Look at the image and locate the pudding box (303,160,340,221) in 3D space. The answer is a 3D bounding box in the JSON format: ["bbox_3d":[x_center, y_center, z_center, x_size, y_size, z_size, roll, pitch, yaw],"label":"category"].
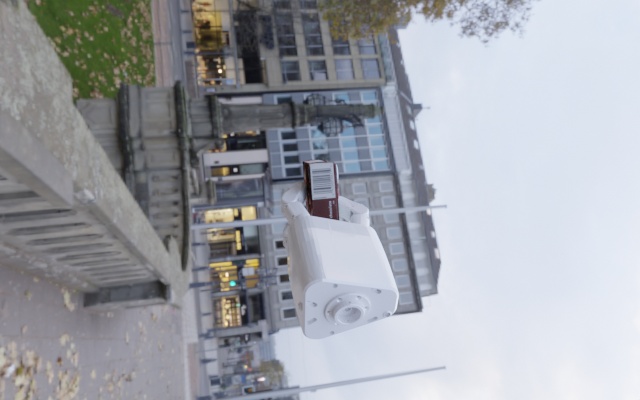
[{"bbox_3d":[0.000,0.002,0.647,0.039,0.113,0.090,-3,7,-8],"label":"pudding box"}]
